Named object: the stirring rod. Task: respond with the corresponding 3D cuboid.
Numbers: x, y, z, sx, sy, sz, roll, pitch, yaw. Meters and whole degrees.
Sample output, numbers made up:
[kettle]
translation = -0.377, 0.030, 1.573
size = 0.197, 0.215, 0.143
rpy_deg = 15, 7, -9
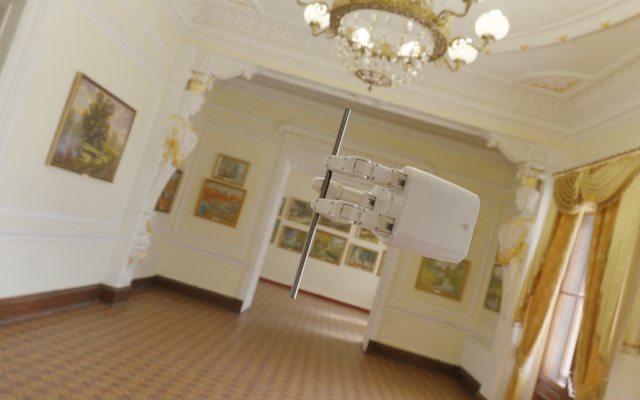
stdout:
[stirring rod]
translation = 0.000, 0.002, 0.584
size = 0.011, 0.239, 0.011
rpy_deg = 16, -5, 1
